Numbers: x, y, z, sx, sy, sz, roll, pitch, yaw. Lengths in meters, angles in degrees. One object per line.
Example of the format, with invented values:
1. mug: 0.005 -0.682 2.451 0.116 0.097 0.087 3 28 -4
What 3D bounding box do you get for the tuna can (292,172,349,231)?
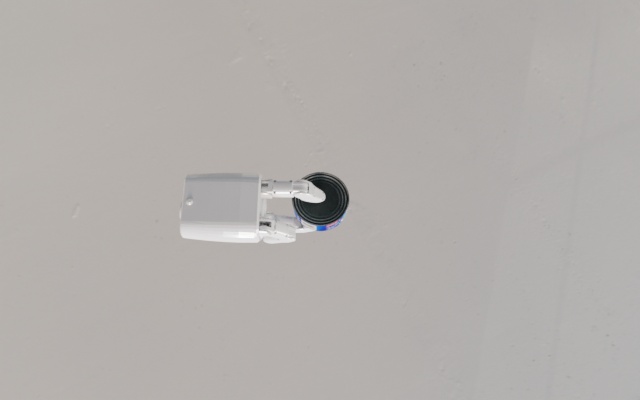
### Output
1. tuna can: 0.000 0.003 0.724 0.086 0.086 0.034 0 -21 0
